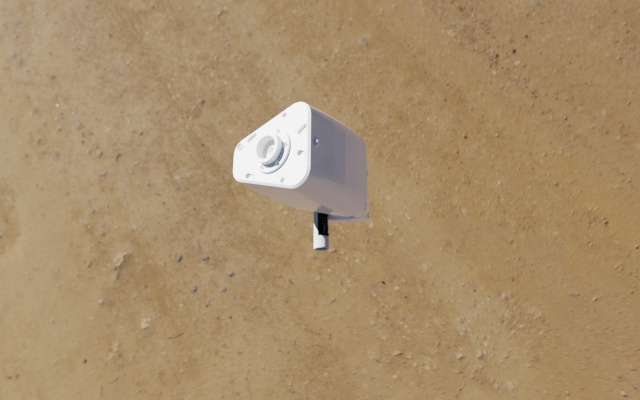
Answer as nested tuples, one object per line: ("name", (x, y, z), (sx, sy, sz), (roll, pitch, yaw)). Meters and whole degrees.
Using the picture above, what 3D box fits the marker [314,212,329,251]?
("marker", (0.000, 0.002, 0.598), (0.020, 0.121, 0.020), (-1, -18, 0))
